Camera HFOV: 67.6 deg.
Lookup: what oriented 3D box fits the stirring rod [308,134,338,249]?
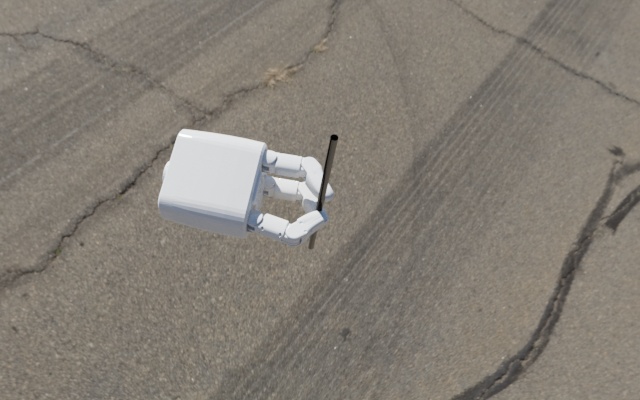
[{"bbox_3d":[0.000,0.002,0.564,0.011,0.011,0.240,0,-31,-7],"label":"stirring rod"}]
